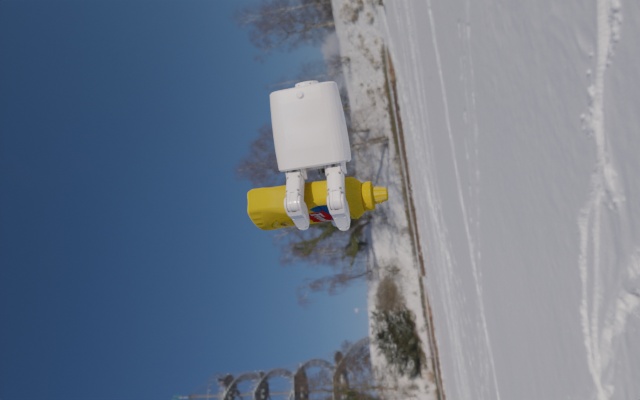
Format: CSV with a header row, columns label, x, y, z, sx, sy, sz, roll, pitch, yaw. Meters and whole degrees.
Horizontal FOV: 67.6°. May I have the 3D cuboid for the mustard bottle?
label,x,y,z,sx,sy,sz,roll,pitch,yaw
mustard bottle,0.000,0.003,0.680,0.191,0.058,0.096,-8,-20,13
